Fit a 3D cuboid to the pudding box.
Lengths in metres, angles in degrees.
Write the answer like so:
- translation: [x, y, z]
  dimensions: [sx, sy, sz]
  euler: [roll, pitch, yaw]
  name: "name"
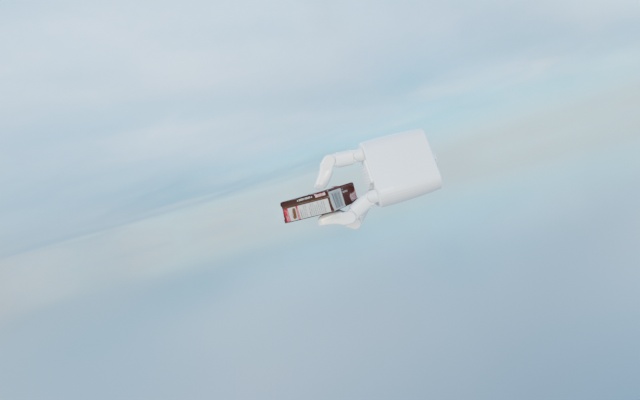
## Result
- translation: [0.000, 0.002, 0.780]
  dimensions: [0.090, 0.039, 0.113]
  euler: [-16, 0, 25]
  name: "pudding box"
